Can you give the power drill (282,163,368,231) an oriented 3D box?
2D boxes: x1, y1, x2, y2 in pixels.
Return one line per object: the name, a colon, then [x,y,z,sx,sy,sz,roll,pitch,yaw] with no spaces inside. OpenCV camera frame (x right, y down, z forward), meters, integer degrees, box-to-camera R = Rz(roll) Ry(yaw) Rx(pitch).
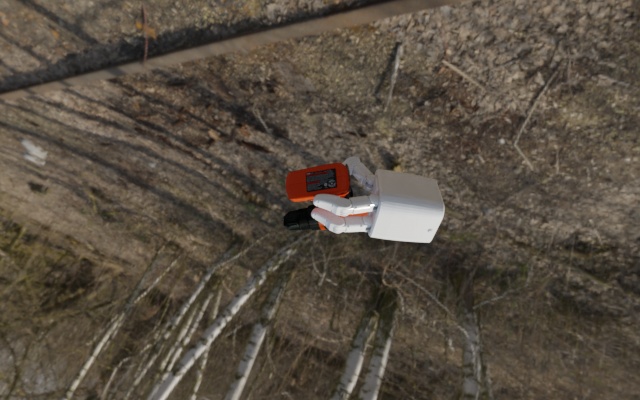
power drill: [0.000,0.003,0.854,0.184,0.057,0.188,-11,-22,10]
